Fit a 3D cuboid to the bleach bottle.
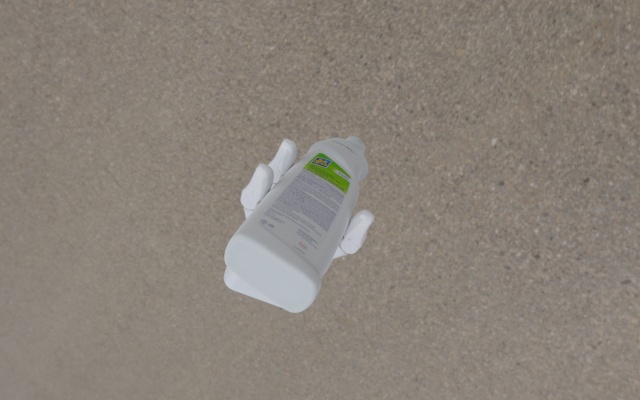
[{"bbox_3d":[0.000,0.002,0.542,0.102,0.068,0.250,35,44,2],"label":"bleach bottle"}]
